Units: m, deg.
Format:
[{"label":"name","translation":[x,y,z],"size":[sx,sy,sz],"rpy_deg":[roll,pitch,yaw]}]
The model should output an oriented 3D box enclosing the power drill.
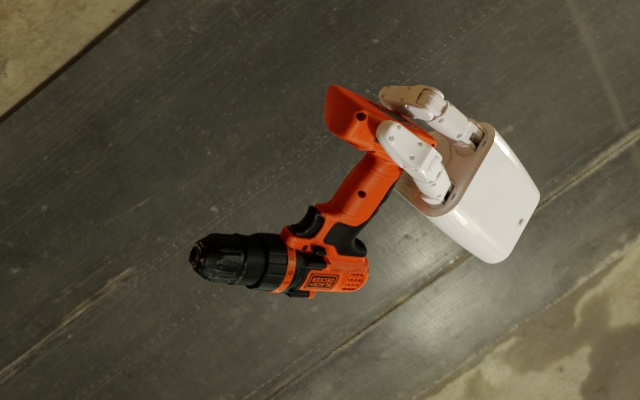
[{"label":"power drill","translation":[0.001,0.001,0.410],"size":[0.184,0.188,0.057],"rpy_deg":[11,28,-41]}]
